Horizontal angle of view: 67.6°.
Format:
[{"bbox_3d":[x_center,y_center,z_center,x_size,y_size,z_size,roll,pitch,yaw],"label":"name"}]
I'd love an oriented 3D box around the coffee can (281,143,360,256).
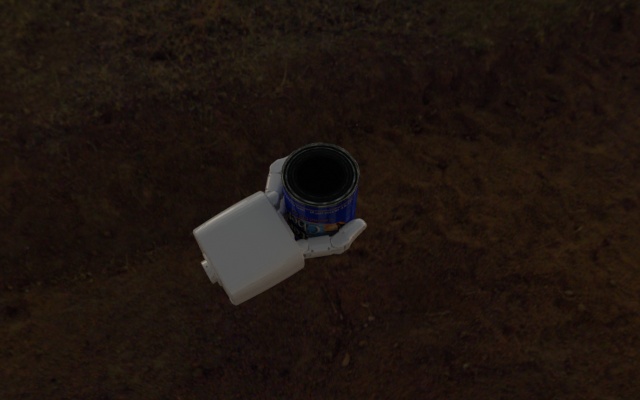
[{"bbox_3d":[0.000,0.002,0.674,0.103,0.102,0.140,0,-32,0],"label":"coffee can"}]
